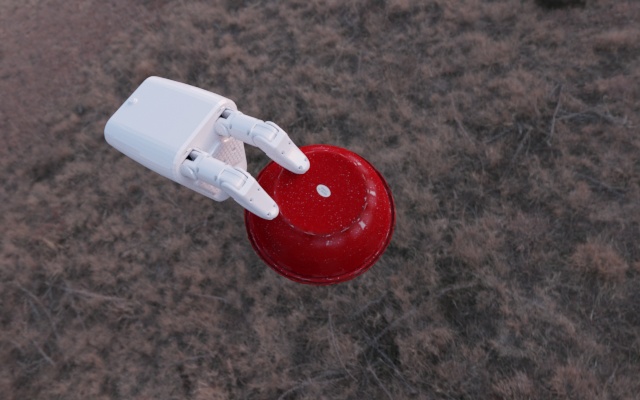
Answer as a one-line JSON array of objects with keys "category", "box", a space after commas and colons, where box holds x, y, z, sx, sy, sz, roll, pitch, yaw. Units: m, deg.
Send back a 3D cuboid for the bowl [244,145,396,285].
[{"category": "bowl", "box": [0.001, 0.002, 0.487, 0.162, 0.162, 0.055, 0, -23, -1]}]
